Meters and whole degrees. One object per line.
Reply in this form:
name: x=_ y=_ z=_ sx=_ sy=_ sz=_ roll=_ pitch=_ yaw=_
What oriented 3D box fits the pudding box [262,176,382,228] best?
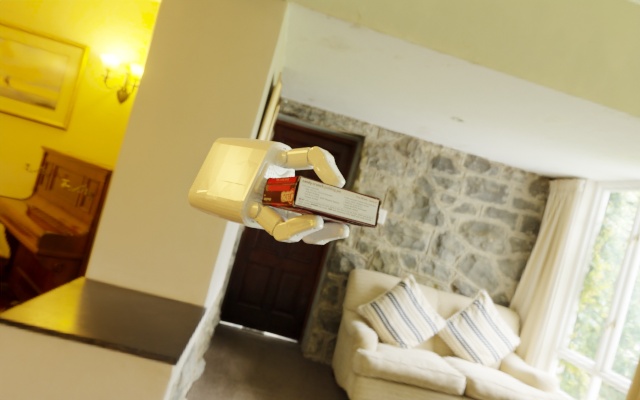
pudding box: x=0.000 y=0.002 z=0.559 sx=0.113 sy=0.039 sz=0.090 roll=13 pitch=-4 yaw=-28
